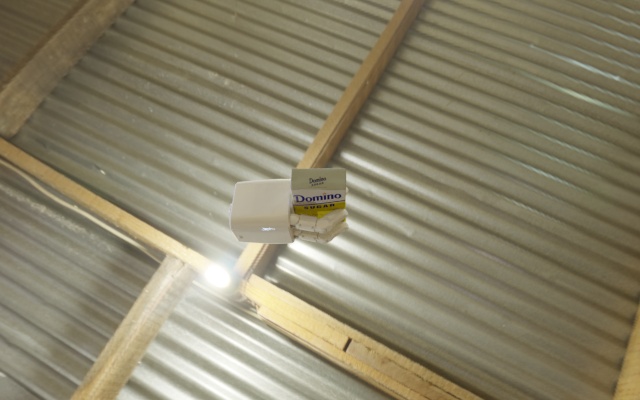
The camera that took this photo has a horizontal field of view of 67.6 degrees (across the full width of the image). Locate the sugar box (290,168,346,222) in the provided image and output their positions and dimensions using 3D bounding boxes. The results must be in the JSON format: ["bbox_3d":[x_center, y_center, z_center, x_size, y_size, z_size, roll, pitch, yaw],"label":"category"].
[{"bbox_3d":[0.000,0.003,0.853,0.093,0.048,0.176,0,-24,3],"label":"sugar box"}]
